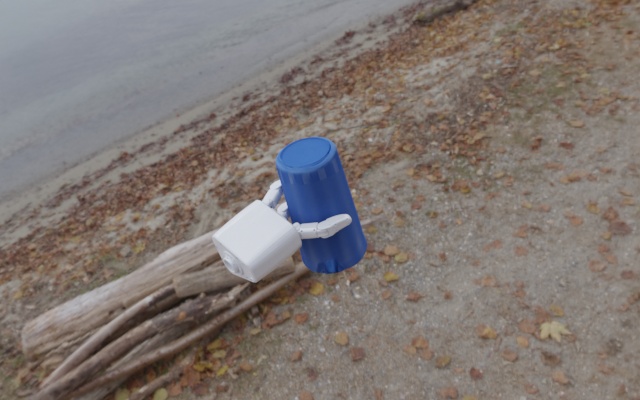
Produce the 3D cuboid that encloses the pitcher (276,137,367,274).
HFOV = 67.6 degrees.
[{"bbox_3d":[0.000,0.003,0.887,0.145,0.243,0.149,-38,42,-26],"label":"pitcher"}]
